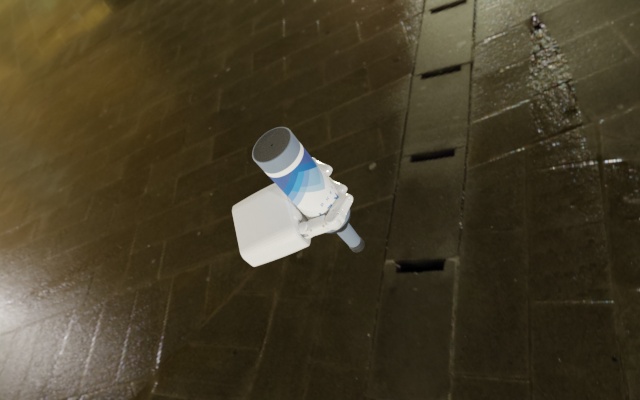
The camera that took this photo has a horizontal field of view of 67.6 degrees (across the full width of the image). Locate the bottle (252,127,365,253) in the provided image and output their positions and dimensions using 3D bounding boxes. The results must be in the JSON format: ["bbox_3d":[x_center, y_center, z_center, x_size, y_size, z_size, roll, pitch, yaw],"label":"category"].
[{"bbox_3d":[0.000,0.002,0.774,0.069,0.069,0.296,0,-34,34],"label":"bottle"}]
